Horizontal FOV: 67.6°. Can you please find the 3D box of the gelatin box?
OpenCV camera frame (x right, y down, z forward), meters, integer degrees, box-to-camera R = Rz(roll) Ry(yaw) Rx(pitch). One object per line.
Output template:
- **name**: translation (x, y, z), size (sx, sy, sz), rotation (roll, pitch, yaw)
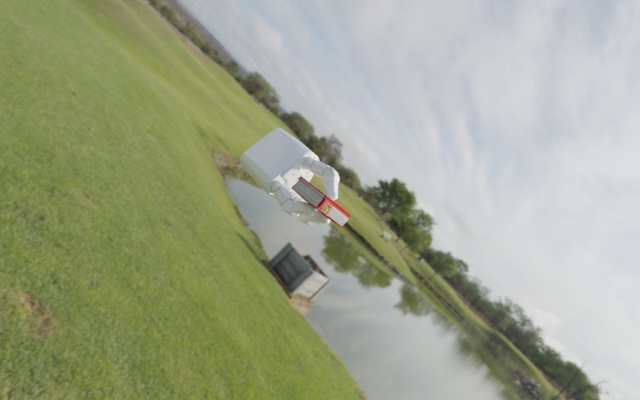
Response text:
- **gelatin box**: translation (0.001, 0.002, 0.813), size (0.073, 0.030, 0.089), rotation (39, -1, -41)
